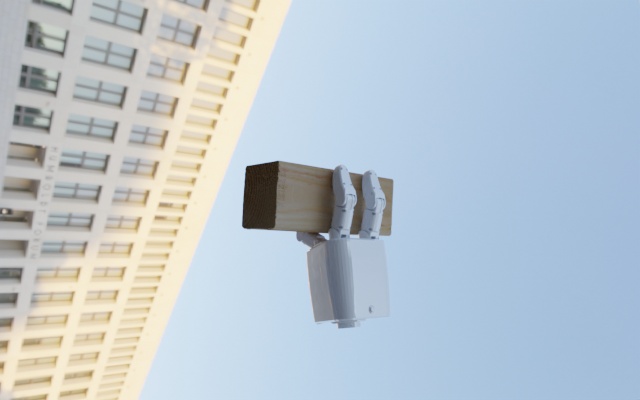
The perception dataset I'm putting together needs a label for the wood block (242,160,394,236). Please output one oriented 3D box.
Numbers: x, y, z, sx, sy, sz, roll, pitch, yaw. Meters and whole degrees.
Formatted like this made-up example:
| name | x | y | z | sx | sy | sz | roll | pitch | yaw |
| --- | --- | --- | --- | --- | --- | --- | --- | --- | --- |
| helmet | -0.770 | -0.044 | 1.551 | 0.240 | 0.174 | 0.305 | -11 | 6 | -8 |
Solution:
| name | x | y | z | sx | sy | sz | roll | pitch | yaw |
| --- | --- | --- | --- | --- | --- | --- | --- | --- | --- |
| wood block | 0.000 | 0.003 | 0.693 | 0.206 | 0.090 | 0.091 | 7 | -6 | -37 |
